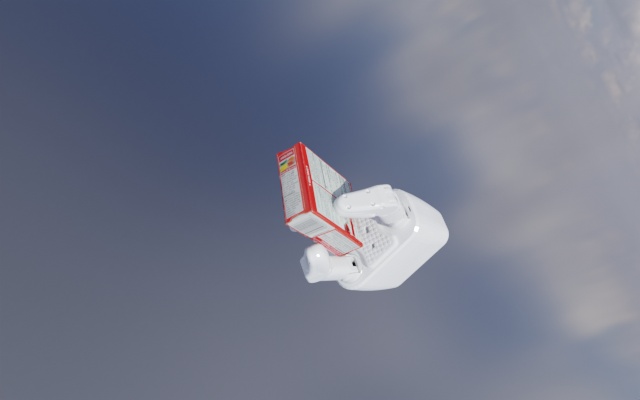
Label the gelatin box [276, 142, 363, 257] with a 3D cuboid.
[{"bbox_3d":[0.000,0.001,0.425,0.030,0.073,0.089,-26,-36,23],"label":"gelatin box"}]
